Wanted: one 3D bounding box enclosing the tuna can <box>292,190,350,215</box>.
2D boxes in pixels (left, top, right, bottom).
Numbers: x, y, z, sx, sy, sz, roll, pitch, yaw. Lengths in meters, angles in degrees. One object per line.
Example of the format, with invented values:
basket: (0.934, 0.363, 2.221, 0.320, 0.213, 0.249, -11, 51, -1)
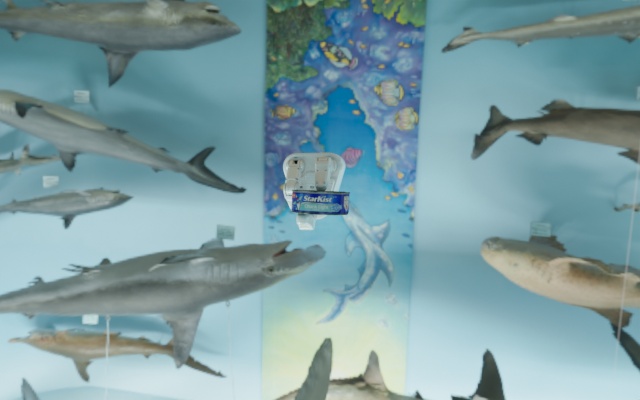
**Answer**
tuna can: (0.000, 0.003, 0.704, 0.086, 0.034, 0.086, 3, 2, 0)
